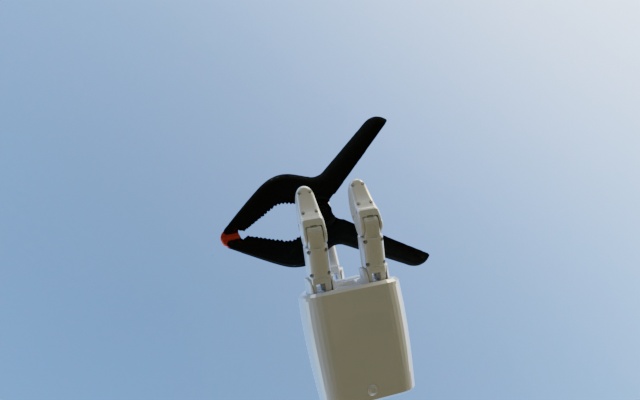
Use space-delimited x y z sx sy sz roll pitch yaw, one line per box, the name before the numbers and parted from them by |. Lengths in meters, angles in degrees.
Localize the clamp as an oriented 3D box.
clamp | -0.001 0.002 0.491 0.210 0.164 0.036 -9 -7 -14
